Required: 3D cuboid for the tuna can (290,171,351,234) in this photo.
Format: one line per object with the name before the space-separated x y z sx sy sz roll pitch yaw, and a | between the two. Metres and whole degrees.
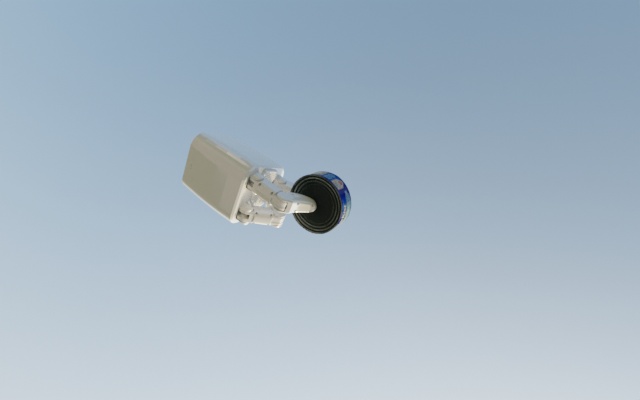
tuna can | 0.000 0.002 0.678 0.086 0.086 0.033 0 13 32
